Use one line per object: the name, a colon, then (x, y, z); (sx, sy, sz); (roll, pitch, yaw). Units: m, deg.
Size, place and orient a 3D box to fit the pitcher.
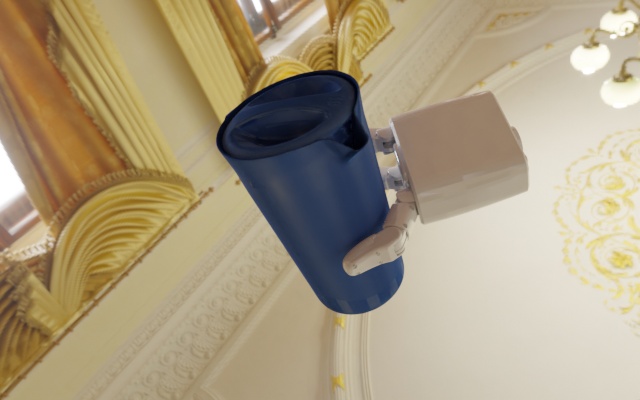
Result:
pitcher: (0.000, 0.002, 0.489); (0.145, 0.243, 0.149); (-17, 38, 9)
